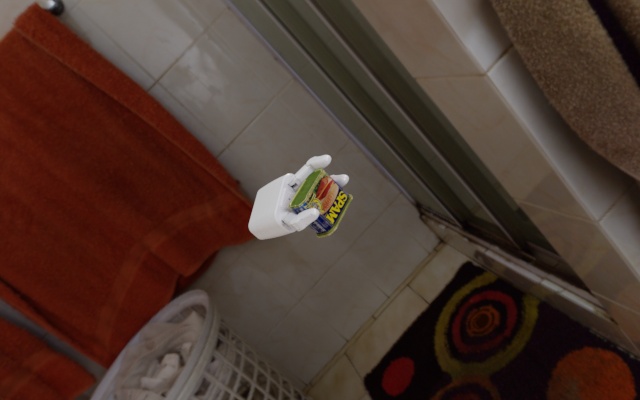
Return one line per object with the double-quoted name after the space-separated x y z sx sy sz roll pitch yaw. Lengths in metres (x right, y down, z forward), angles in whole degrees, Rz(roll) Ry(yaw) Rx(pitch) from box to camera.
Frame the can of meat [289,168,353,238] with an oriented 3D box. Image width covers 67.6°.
0.000 0.003 0.887 0.084 0.102 0.057 44 -34 -21 "can of meat"
